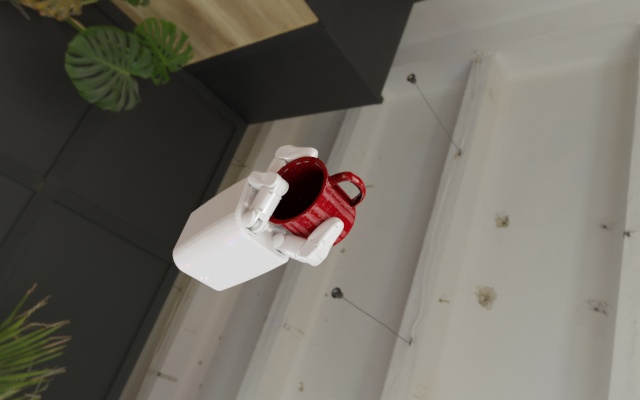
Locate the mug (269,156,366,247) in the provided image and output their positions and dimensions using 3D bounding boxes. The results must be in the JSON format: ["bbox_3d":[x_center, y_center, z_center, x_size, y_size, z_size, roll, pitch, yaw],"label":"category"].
[{"bbox_3d":[0.001,0.001,0.575,0.117,0.093,0.081,-27,-45,21],"label":"mug"}]
